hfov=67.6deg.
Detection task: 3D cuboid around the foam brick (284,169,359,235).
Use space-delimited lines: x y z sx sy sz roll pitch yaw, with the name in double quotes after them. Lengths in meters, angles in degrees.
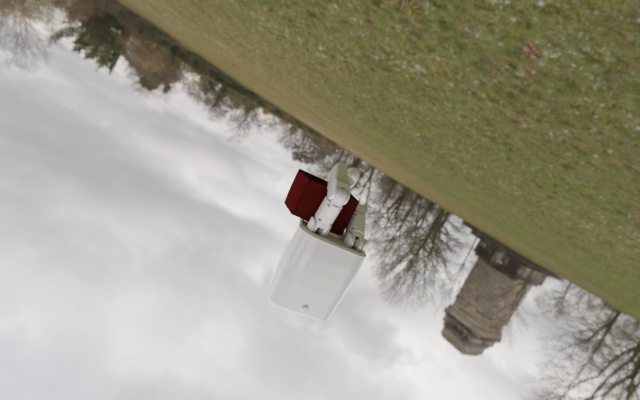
0.000 0.002 0.621 0.078 0.051 0.053 24 10 -22 "foam brick"
